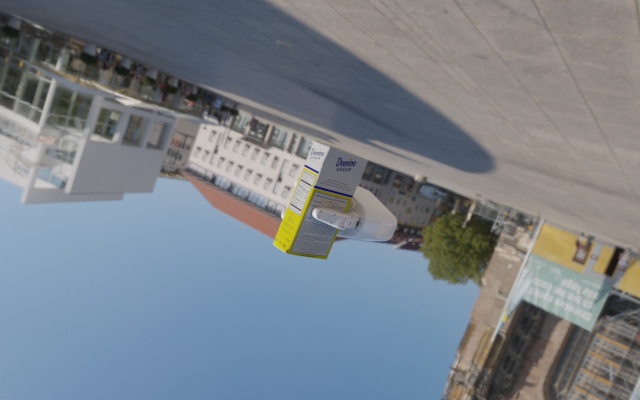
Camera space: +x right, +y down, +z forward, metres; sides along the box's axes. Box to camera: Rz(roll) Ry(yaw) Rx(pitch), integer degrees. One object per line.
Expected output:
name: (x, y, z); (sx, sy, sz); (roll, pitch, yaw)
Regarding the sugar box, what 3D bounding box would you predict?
sugar box: (0.000, 0.002, 0.746); (0.093, 0.176, 0.048); (14, 9, -46)
